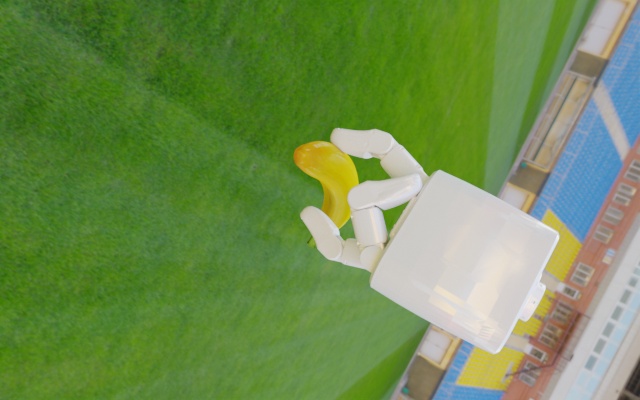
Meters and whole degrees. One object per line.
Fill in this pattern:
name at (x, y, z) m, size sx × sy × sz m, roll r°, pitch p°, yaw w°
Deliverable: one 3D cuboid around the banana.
banana at (0.011, -0.011, 0.485) m, size 0.037 × 0.069 × 0.198 m, roll 30°, pitch -23°, yaw 19°
